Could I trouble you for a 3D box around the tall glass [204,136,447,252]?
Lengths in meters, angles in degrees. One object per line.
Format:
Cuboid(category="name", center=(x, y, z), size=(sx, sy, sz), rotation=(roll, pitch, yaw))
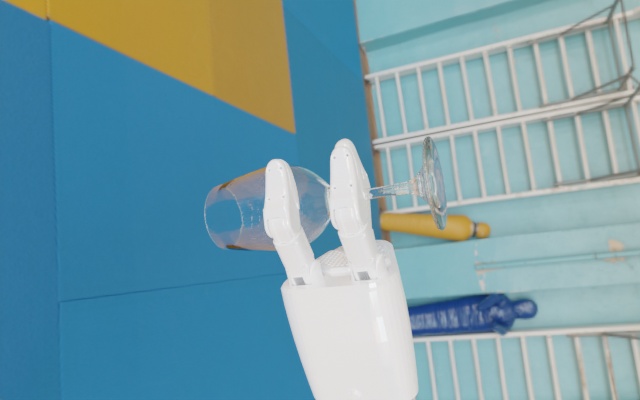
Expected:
Cuboid(category="tall glass", center=(0.001, 0.001, 0.410), size=(0.201, 0.079, 0.079), rotation=(-9, -4, 23))
